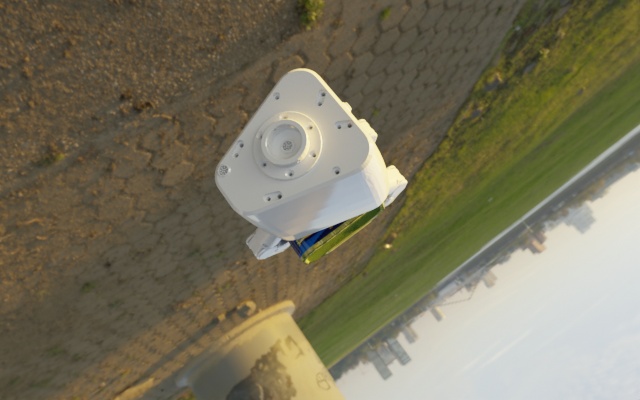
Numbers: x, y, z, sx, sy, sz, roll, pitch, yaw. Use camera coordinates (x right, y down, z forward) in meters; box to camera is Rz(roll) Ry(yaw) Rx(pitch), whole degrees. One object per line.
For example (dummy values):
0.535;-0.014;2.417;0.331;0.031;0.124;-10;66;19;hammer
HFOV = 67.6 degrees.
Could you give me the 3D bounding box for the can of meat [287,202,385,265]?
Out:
0.000;0.002;0.472;0.102;0.084;0.057;-37;-17;0;can of meat
